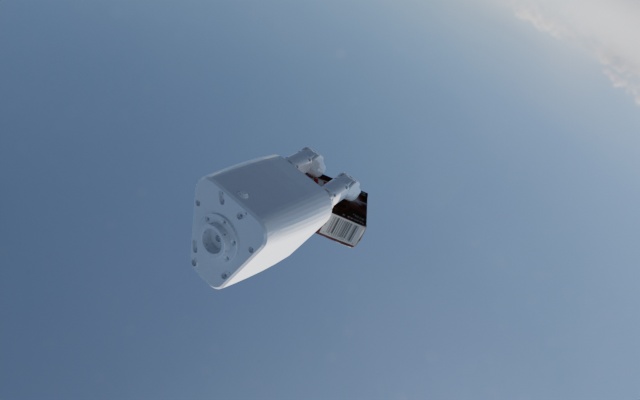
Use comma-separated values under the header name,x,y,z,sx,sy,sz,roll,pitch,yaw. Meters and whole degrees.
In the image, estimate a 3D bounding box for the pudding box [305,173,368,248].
name,x,y,z,sx,sy,sz,roll,pitch,yaw
pudding box,0.000,0.002,0.578,0.113,0.039,0.090,25,28,-6
